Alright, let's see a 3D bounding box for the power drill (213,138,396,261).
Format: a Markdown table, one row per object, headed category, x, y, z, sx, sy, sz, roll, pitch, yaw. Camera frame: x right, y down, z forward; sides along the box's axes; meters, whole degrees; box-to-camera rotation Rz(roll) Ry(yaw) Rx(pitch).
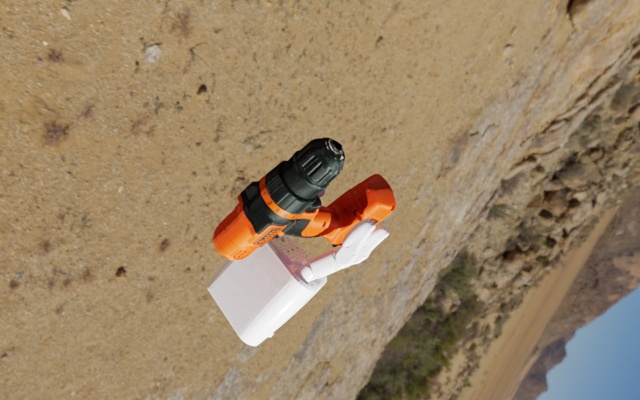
| category | x | y | z | sx | sy | sz | roll | pitch | yaw |
| --- | --- | --- | --- | --- | --- | --- | --- | --- | --- |
| power drill | 0.000 | 0.002 | 0.520 | 0.187 | 0.057 | 0.184 | 4 | -33 | -48 |
